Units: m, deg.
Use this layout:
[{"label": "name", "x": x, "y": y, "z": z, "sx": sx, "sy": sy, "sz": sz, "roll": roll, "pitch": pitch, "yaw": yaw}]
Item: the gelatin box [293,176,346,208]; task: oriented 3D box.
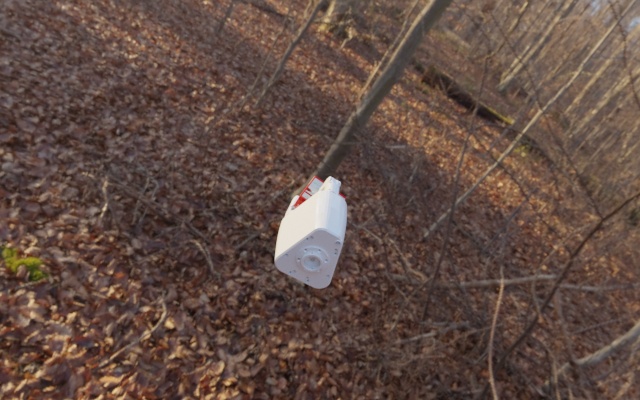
[{"label": "gelatin box", "x": 0.000, "y": 0.002, "z": 0.861, "sx": 0.073, "sy": 0.030, "sz": 0.089, "roll": 35, "pitch": 33, "yaw": -1}]
